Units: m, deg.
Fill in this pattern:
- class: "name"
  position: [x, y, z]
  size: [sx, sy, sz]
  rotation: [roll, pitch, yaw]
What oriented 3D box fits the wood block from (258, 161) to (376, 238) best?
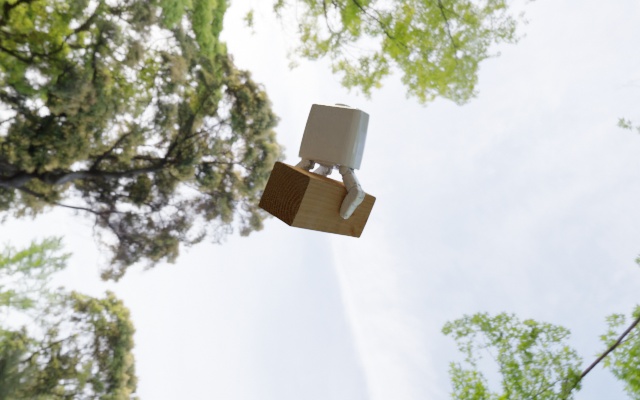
- class: "wood block"
  position: [0.001, 0.003, 0.874]
  size: [0.090, 0.090, 0.206]
  rotation: [28, 9, 39]
